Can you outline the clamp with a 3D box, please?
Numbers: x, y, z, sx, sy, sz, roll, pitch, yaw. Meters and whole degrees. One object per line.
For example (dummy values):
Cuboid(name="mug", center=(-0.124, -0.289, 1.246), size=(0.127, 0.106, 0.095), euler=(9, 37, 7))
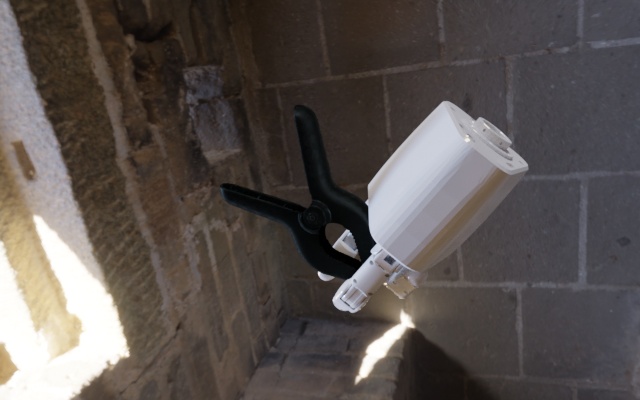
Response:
Cuboid(name="clamp", center=(0.000, 0.002, 0.431), size=(0.171, 0.120, 0.039), euler=(39, 26, 3))
